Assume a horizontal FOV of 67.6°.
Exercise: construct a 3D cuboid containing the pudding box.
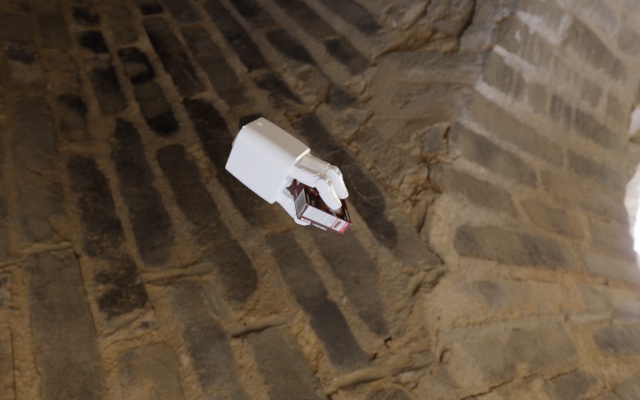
[{"bbox_3d":[0.000,0.003,0.824,0.090,0.039,0.113,23,31,-23],"label":"pudding box"}]
